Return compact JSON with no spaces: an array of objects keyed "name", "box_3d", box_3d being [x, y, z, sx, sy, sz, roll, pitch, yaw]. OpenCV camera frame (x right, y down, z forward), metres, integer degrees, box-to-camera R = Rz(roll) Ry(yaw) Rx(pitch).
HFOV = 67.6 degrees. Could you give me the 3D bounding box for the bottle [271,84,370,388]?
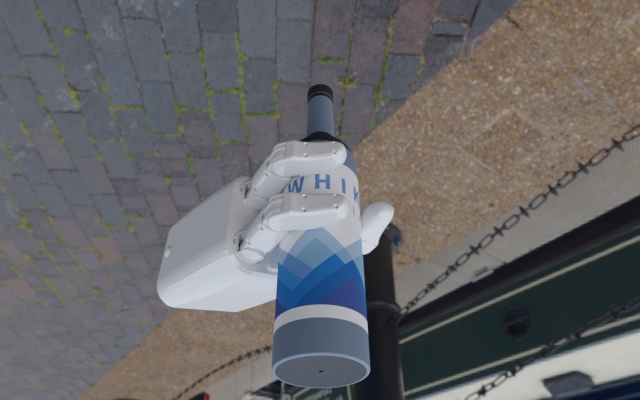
[{"name":"bottle","box_3d":[0.000,0.002,0.412,0.069,0.295,0.069,0,-39,0]}]
